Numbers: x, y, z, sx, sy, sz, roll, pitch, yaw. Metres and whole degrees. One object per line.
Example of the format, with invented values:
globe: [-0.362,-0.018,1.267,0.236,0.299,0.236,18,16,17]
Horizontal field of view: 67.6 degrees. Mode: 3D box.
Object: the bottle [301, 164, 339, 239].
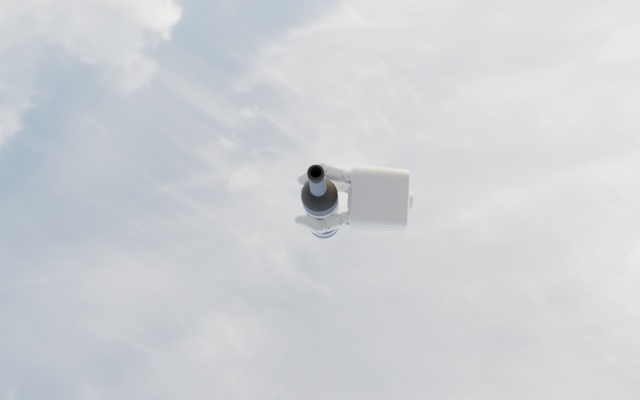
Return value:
bottle: [0.000,0.003,0.882,0.069,0.069,0.296,0,-19,3]
